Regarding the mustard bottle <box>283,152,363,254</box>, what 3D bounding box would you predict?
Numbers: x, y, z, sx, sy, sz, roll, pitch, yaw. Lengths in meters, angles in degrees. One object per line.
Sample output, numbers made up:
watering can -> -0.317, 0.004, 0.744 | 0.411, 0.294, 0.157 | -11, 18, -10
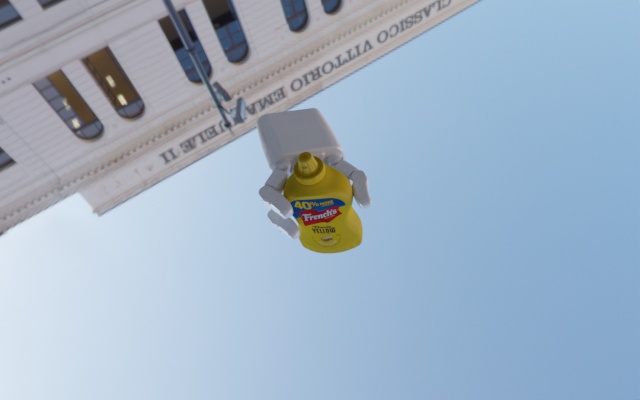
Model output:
mustard bottle -> 0.000, 0.003, 0.670 | 0.096, 0.058, 0.192 | -3, -38, 13
